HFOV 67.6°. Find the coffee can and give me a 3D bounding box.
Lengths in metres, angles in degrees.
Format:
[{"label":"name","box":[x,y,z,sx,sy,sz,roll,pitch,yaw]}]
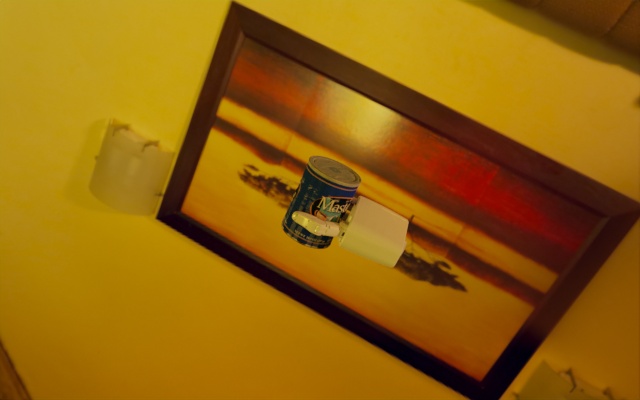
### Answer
[{"label":"coffee can","box":[0.000,0.003,0.878,0.103,0.140,0.102,21,22,-9]}]
